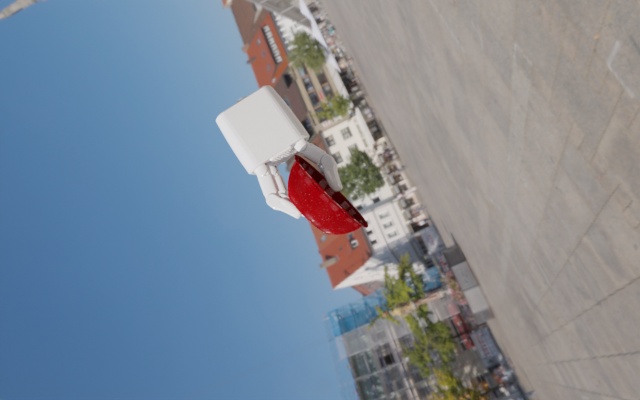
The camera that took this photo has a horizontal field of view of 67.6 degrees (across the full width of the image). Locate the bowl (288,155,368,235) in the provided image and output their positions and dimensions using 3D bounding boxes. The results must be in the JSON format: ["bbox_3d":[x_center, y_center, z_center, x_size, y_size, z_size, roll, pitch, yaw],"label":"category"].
[{"bbox_3d":[0.001,0.004,0.752,0.162,0.055,0.162,43,7,-7],"label":"bowl"}]
